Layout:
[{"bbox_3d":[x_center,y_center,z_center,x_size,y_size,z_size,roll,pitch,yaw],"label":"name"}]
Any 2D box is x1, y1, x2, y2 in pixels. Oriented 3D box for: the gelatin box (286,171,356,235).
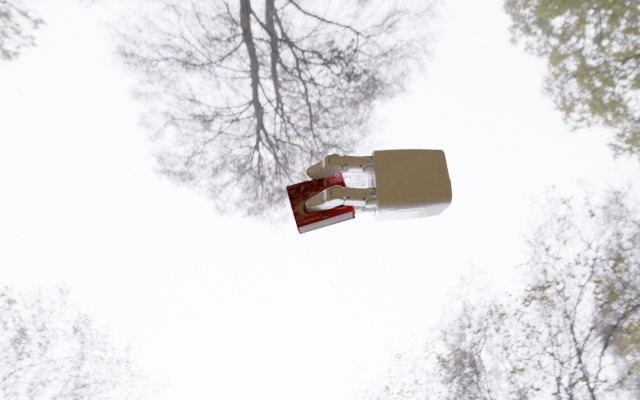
[{"bbox_3d":[0.000,0.003,0.710,0.089,0.073,0.030,-16,-28,-1],"label":"gelatin box"}]
